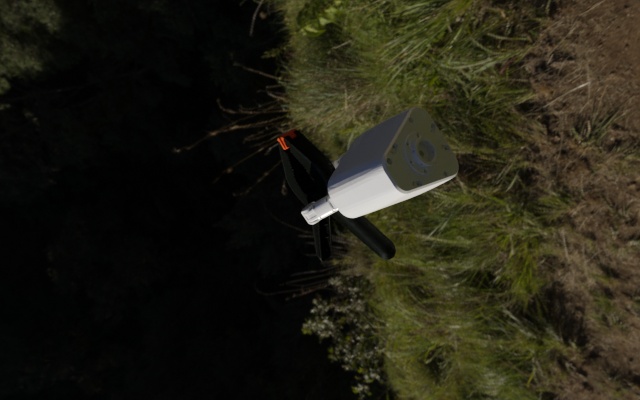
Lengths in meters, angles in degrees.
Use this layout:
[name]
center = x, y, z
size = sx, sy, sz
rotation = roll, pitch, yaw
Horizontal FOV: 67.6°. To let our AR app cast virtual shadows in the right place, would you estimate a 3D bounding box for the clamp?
[clamp]
center = -0.001, 0.002, 0.666
size = 0.036, 0.210, 0.164
rotation = -37, 6, -32
